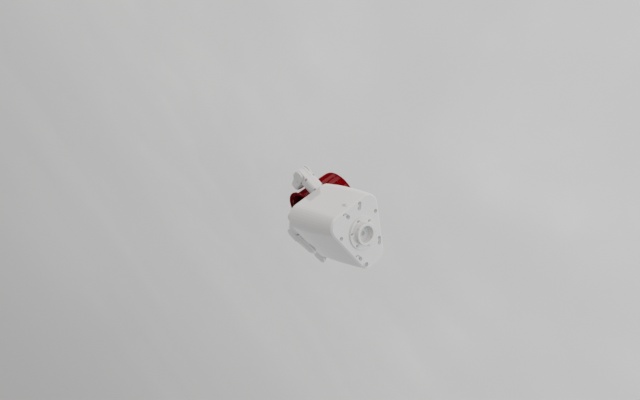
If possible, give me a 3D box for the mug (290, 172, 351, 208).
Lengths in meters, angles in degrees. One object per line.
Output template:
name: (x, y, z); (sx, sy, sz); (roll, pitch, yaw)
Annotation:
mug: (-0.001, 0.002, 0.837); (0.081, 0.093, 0.117); (-36, 29, -25)
